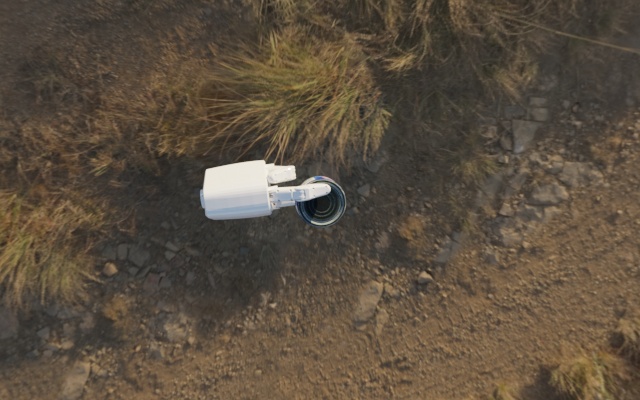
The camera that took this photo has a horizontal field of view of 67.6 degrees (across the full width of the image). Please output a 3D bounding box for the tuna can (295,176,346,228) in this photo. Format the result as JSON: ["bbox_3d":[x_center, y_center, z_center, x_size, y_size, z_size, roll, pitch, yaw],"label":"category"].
[{"bbox_3d":[0.000,0.003,0.817,0.086,0.086,0.033,0,9,-10],"label":"tuna can"}]
